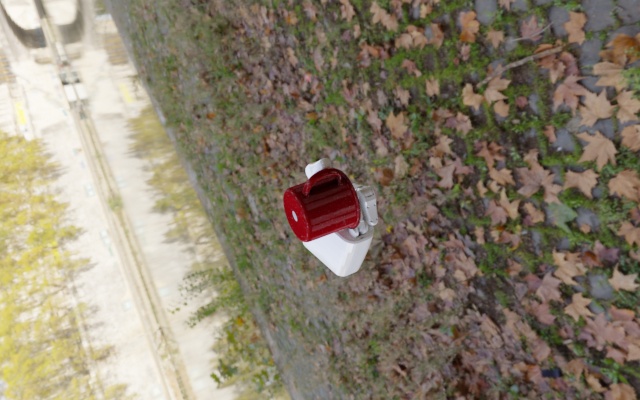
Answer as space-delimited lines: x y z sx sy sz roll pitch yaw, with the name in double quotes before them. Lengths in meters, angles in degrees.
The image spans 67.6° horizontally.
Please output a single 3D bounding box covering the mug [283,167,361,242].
"mug" 0.000 0.001 0.673 0.081 0.093 0.117 -20 -36 -22
